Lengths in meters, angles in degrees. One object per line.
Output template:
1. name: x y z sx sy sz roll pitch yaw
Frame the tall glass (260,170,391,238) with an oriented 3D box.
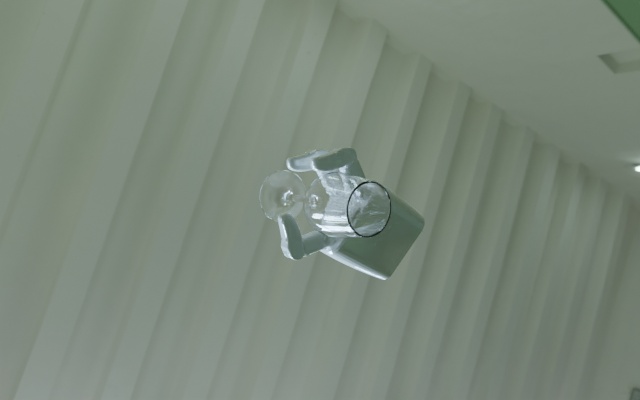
1. tall glass: 0.000 0.002 0.598 0.079 0.079 0.201 0 4 -32
